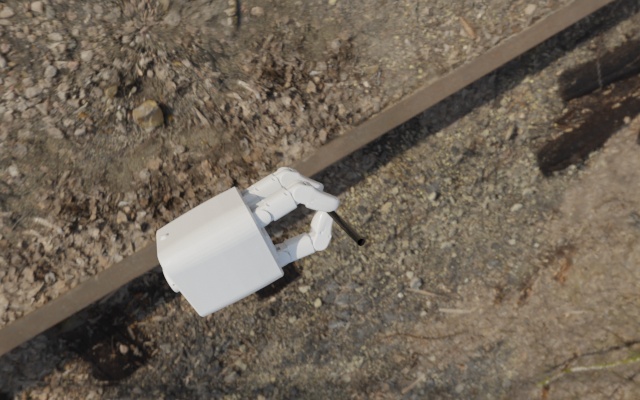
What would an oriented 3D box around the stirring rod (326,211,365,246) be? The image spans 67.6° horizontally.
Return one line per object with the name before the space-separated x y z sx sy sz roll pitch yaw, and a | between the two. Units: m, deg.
stirring rod | 0.000 0.002 0.567 0.011 0.011 0.239 0 19 -20
